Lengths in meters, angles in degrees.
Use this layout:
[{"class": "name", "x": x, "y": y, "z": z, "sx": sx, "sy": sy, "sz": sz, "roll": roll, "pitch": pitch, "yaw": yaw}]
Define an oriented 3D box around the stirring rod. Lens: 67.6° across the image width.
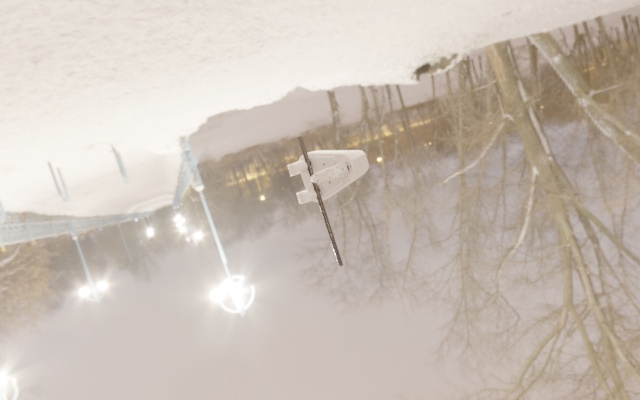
[{"class": "stirring rod", "x": 0.000, "y": 0.003, "z": 0.847, "sx": 0.011, "sy": 0.239, "sz": 0.011, "roll": -18, "pitch": 5, "yaw": 1}]
